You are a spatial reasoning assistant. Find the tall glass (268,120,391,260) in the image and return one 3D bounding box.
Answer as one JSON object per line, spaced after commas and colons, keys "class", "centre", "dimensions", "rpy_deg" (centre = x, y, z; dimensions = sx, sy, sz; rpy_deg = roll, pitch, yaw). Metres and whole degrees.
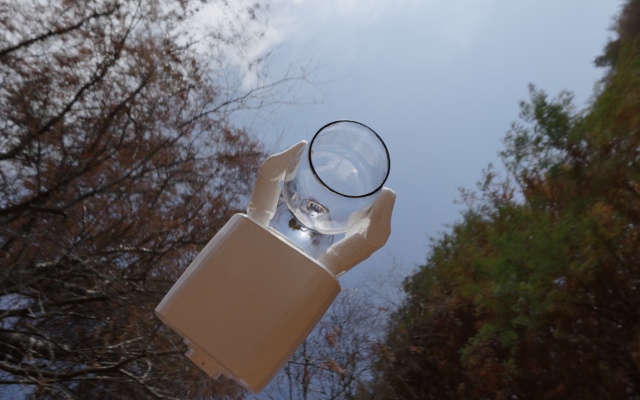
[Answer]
{"class": "tall glass", "centre": [0.000, 0.001, 0.435], "dimensions": [0.079, 0.079, 0.201], "rpy_deg": [0, -19, -13]}
